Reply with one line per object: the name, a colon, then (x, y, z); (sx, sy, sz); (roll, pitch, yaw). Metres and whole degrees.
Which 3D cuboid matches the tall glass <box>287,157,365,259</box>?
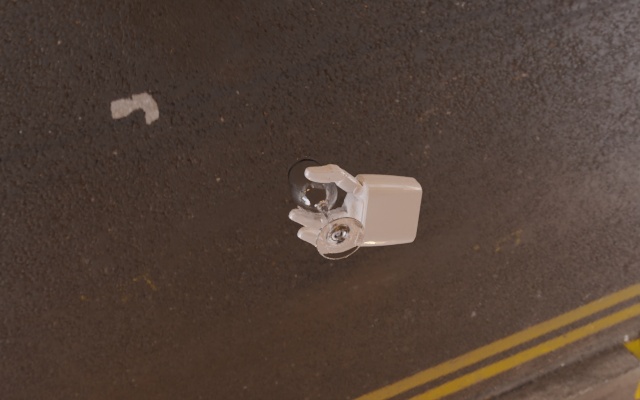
tall glass: (0.000, 0.003, 0.760); (0.079, 0.079, 0.201); (0, 32, -21)
